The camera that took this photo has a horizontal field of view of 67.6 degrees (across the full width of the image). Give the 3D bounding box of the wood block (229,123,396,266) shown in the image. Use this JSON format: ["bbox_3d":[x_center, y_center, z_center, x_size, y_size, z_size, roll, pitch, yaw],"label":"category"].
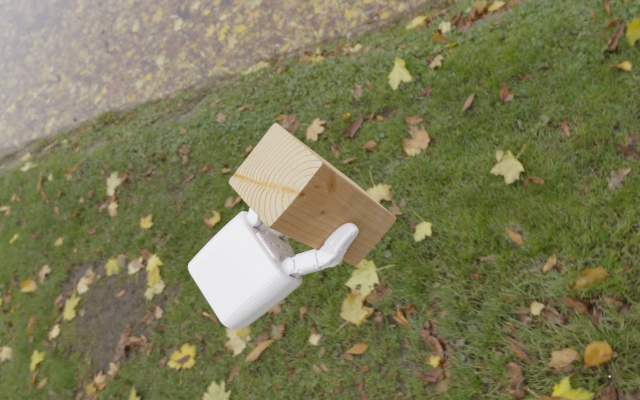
[{"bbox_3d":[0.000,0.002,0.593,0.090,0.090,0.206,44,7,35],"label":"wood block"}]
